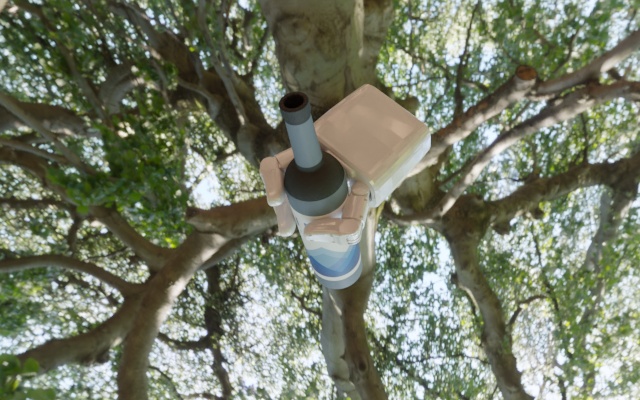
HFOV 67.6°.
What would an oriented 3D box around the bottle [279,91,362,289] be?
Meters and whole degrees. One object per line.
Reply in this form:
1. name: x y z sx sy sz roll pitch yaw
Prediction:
1. bottle: 0.000 0.002 0.535 0.069 0.069 0.296 0 -37 12
